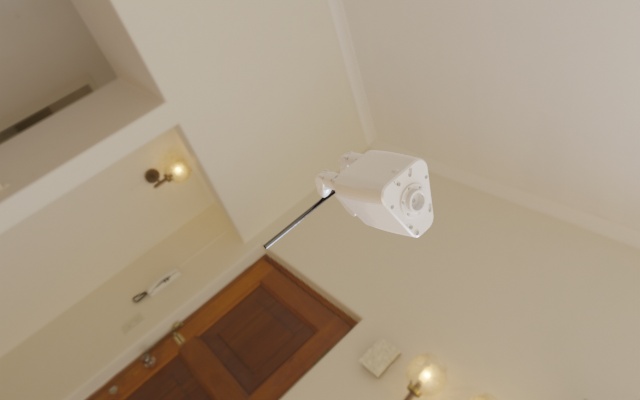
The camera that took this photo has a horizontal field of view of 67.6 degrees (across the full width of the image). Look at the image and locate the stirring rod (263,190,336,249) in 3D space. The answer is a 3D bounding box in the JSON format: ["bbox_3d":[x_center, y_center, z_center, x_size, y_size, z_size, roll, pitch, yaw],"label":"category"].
[{"bbox_3d":[0.000,0.003,0.789,0.239,0.011,0.011,-39,17,-22],"label":"stirring rod"}]
